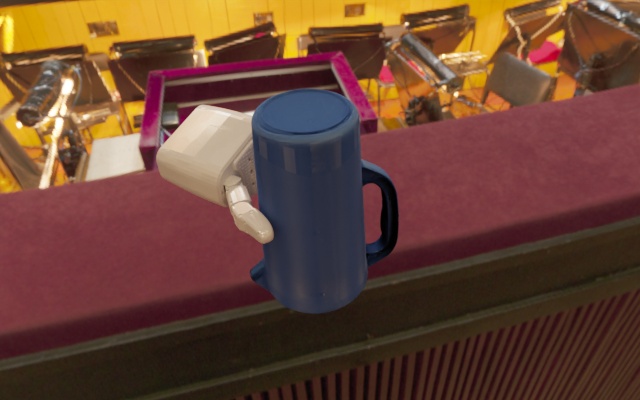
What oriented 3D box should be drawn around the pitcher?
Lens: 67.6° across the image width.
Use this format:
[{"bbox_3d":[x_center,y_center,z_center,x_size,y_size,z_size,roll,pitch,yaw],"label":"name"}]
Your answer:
[{"bbox_3d":[0.000,0.002,0.546,0.145,0.243,0.149,21,45,26],"label":"pitcher"}]
